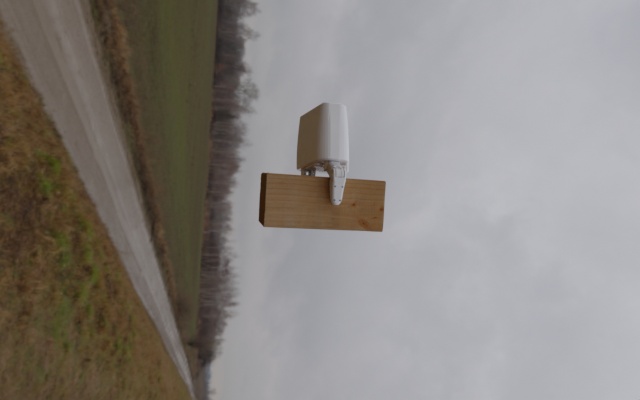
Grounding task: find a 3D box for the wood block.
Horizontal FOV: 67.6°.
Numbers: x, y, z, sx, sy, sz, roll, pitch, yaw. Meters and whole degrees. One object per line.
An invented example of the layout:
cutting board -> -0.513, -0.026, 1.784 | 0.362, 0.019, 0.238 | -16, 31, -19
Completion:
wood block -> 0.000, 0.002, 0.838 | 0.206, 0.090, 0.091 | 3, 3, -13
